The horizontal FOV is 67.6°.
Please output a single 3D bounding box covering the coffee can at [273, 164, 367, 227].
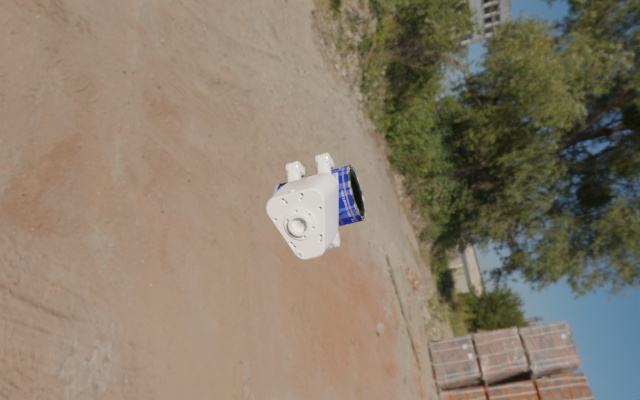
[{"bbox_3d":[0.000,0.003,0.850,0.140,0.103,0.103,-15,-4,14],"label":"coffee can"}]
